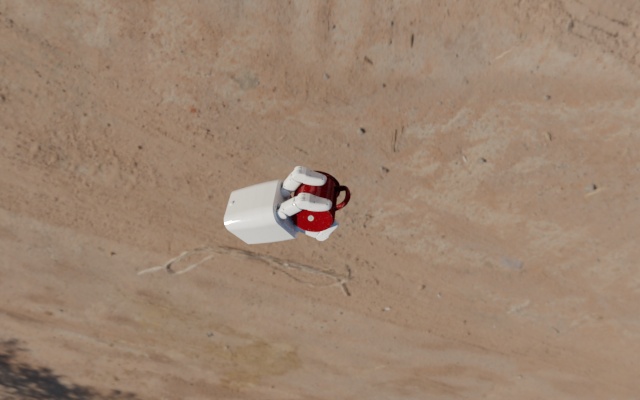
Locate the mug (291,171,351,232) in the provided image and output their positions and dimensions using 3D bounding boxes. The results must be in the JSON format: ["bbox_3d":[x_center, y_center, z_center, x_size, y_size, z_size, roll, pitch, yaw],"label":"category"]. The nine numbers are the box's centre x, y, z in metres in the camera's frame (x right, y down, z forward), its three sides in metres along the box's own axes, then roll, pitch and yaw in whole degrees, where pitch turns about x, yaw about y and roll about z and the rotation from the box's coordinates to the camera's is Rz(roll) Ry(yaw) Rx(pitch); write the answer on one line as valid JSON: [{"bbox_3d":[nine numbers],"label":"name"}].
[{"bbox_3d":[0.002,0.003,0.889,0.117,0.081,0.093,-10,-45,18],"label":"mug"}]
